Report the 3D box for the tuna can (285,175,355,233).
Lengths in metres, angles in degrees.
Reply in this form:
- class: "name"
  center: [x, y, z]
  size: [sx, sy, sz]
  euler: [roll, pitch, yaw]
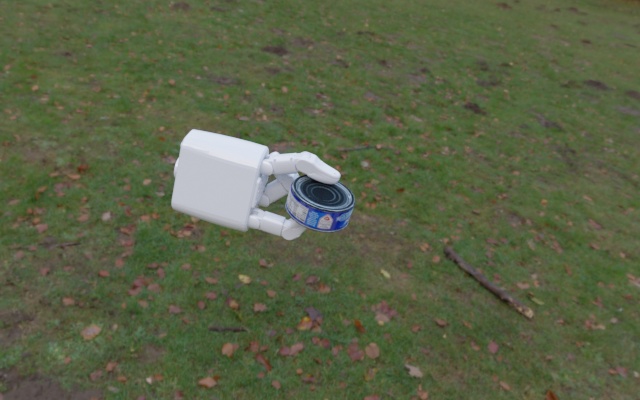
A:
- class: "tuna can"
  center: [0.000, 0.002, 0.612]
  size: [0.086, 0.034, 0.086]
  euler: [13, 31, -8]
